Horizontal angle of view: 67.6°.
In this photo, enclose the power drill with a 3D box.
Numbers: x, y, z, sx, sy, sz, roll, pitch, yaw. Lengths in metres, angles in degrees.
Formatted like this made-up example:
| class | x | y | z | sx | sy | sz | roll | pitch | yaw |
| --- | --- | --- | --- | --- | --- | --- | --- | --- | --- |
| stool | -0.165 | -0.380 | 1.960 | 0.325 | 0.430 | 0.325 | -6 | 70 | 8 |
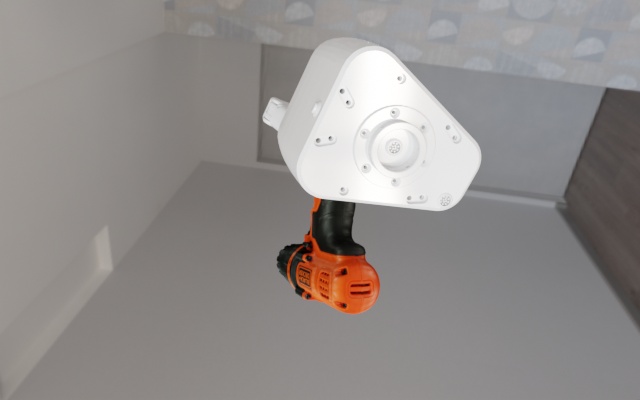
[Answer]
| class | x | y | z | sx | sy | sz | roll | pitch | yaw |
| --- | --- | --- | --- | --- | --- | --- | --- | --- | --- |
| power drill | 0.000 | 0.001 | 0.458 | 0.057 | 0.187 | 0.184 | -1 | 2 | -23 |
